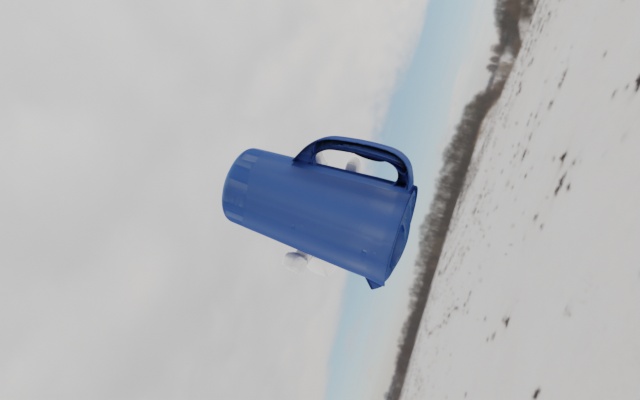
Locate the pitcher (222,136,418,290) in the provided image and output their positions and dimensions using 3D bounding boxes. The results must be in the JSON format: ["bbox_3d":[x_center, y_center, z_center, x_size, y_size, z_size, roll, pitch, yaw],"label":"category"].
[{"bbox_3d":[0.000,0.002,0.628,0.243,0.149,0.145,18,-21,15],"label":"pitcher"}]
